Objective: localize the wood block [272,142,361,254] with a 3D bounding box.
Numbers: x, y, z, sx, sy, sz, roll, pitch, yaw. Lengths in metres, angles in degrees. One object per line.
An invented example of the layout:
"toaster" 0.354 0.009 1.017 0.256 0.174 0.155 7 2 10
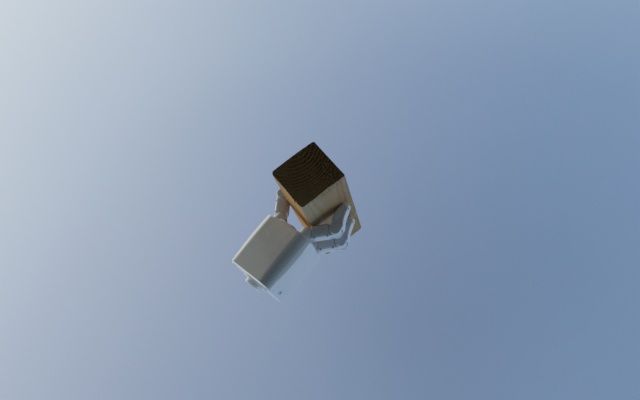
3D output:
"wood block" 0.000 0.003 0.849 0.090 0.090 0.206 -37 -28 -8
